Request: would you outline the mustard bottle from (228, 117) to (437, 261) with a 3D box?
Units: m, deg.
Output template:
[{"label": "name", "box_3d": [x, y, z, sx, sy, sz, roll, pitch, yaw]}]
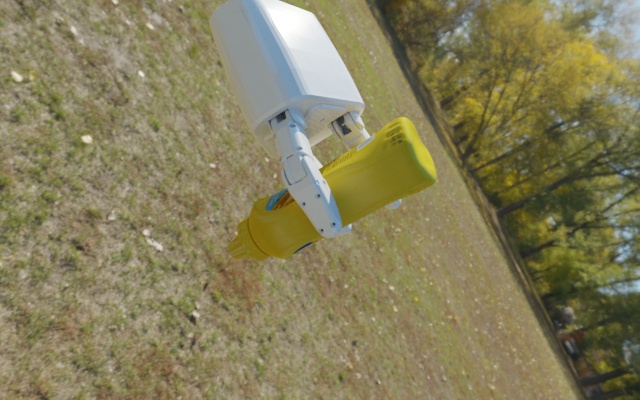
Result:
[{"label": "mustard bottle", "box_3d": [0.000, 0.002, 0.404, 0.191, 0.058, 0.096, -29, 11, 18]}]
